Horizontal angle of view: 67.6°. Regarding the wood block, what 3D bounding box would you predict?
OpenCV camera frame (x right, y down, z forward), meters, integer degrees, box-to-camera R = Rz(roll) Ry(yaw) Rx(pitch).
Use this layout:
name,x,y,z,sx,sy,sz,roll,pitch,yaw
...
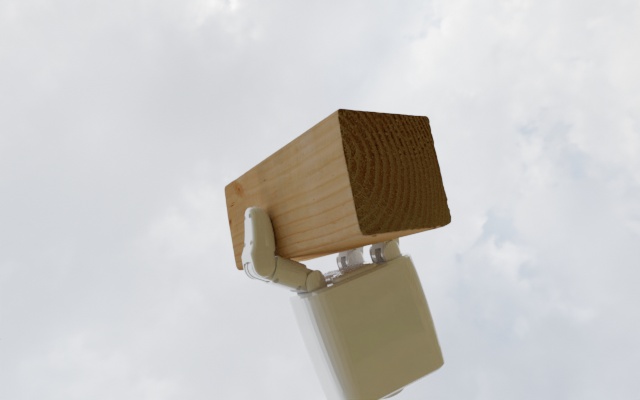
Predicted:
name,x,y,z,sx,sy,sz,roll,pitch,yaw
wood block,0.000,0.002,0.422,0.091,0.090,0.206,-4,-12,-34
